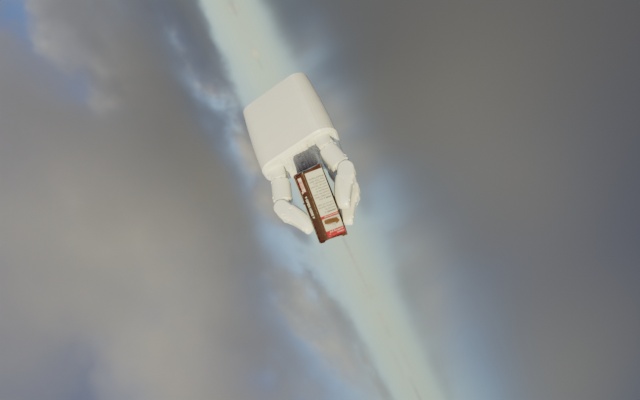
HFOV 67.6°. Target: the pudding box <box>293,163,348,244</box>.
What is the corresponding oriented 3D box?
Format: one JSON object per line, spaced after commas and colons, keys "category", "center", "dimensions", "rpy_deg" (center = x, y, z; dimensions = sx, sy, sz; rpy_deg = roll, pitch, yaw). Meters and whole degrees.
{"category": "pudding box", "center": [0.000, 0.002, 0.602], "dimensions": [0.039, 0.090, 0.113], "rpy_deg": [-22, 3, 2]}
